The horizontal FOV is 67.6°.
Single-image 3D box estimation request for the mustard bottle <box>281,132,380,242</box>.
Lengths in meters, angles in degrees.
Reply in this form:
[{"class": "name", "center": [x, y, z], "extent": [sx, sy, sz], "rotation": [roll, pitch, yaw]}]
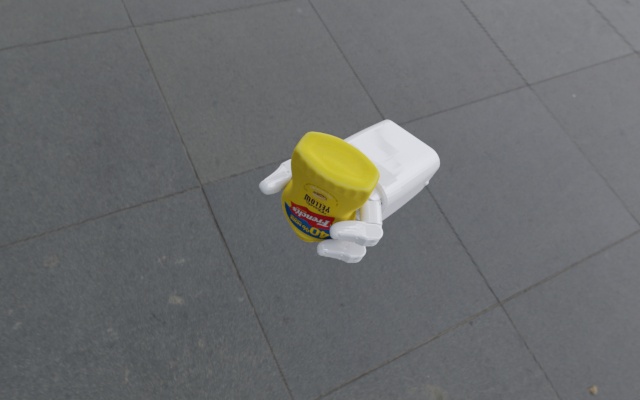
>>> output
[{"class": "mustard bottle", "center": [0.000, 0.002, 0.585], "extent": [0.096, 0.058, 0.192], "rotation": [29, -31, 3]}]
